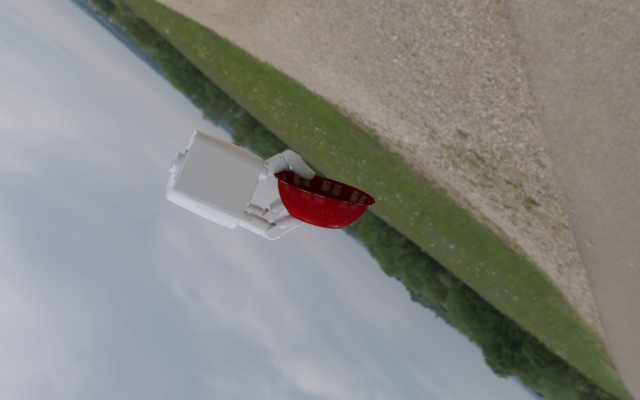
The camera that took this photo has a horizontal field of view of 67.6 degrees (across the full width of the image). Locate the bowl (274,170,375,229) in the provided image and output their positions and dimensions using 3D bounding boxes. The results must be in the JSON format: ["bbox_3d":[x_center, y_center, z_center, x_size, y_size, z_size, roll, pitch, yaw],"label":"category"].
[{"bbox_3d":[0.001,0.003,0.739,0.162,0.055,0.162,15,12,-3],"label":"bowl"}]
